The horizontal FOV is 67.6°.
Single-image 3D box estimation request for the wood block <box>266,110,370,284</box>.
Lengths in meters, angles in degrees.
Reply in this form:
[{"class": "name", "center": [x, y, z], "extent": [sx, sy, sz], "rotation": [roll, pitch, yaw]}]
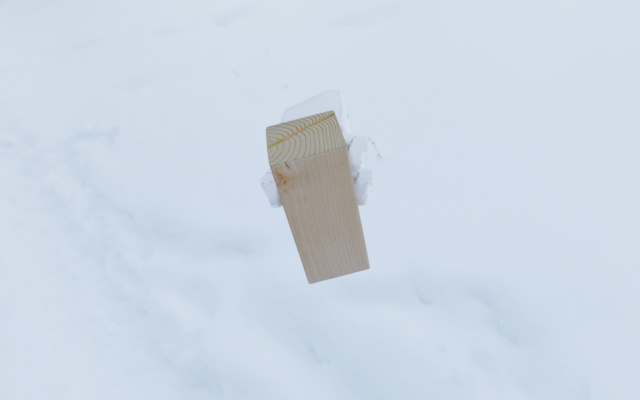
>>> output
[{"class": "wood block", "center": [0.000, 0.002, 0.624], "extent": [0.091, 0.206, 0.090], "rotation": [-14, 39, 1]}]
